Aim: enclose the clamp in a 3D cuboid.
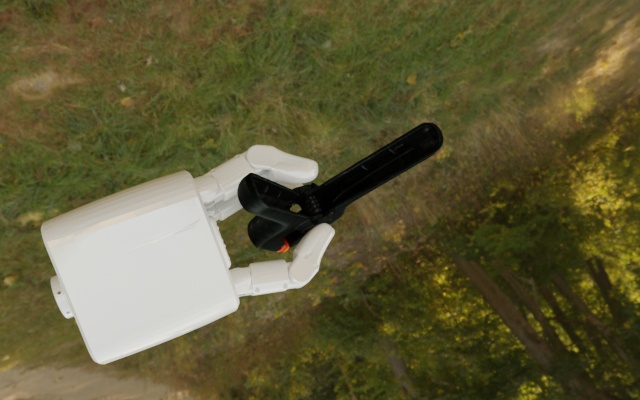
[{"bbox_3d":[0.000,0.002,0.407,0.164,0.036,0.210,-19,-13,-20],"label":"clamp"}]
